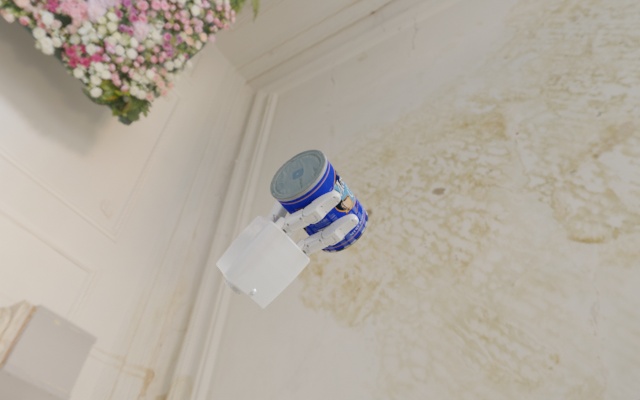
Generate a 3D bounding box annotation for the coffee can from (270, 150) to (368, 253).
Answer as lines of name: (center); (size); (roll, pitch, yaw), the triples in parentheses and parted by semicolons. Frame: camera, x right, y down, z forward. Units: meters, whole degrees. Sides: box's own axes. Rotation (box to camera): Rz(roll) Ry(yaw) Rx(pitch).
coffee can: (0.000, 0.002, 0.773); (0.103, 0.102, 0.140); (0, -40, 43)
